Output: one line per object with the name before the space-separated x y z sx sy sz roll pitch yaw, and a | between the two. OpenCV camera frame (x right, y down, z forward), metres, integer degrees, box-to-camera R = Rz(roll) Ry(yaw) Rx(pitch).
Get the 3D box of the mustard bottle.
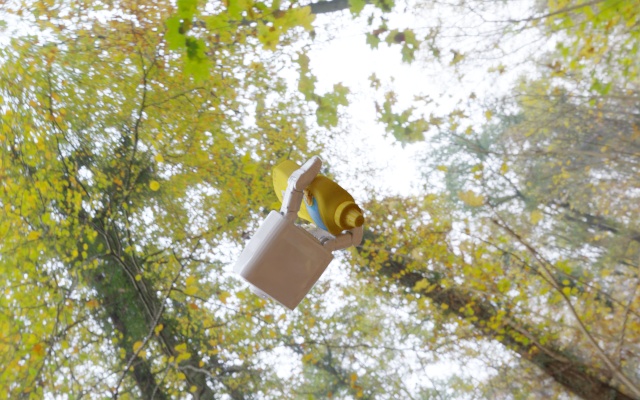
mustard bottle | 0.000 0.002 0.733 0.058 0.096 0.191 -33 33 -22
